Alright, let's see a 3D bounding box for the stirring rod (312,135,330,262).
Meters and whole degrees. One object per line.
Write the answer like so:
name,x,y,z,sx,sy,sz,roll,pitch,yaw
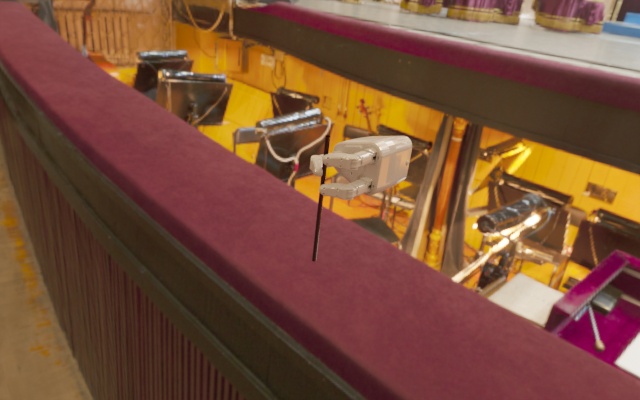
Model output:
stirring rod,0.000,0.003,0.832,0.011,0.240,0.011,5,25,-2
